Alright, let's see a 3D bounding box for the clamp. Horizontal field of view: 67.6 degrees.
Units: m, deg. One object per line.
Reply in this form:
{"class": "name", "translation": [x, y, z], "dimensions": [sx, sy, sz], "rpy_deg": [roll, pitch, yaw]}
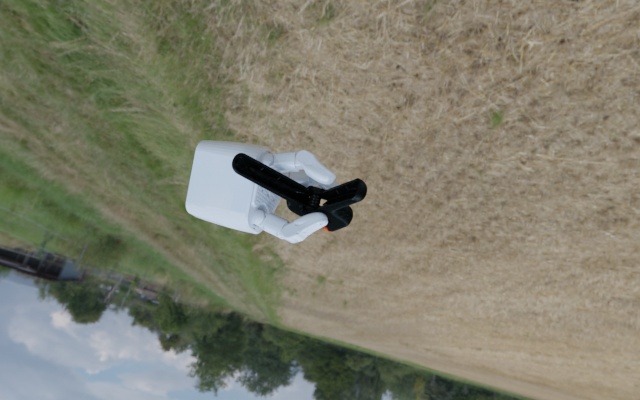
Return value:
{"class": "clamp", "translation": [0.000, 0.003, 0.618], "dimensions": [0.164, 0.036, 0.210], "rpy_deg": [13, -16, 24]}
